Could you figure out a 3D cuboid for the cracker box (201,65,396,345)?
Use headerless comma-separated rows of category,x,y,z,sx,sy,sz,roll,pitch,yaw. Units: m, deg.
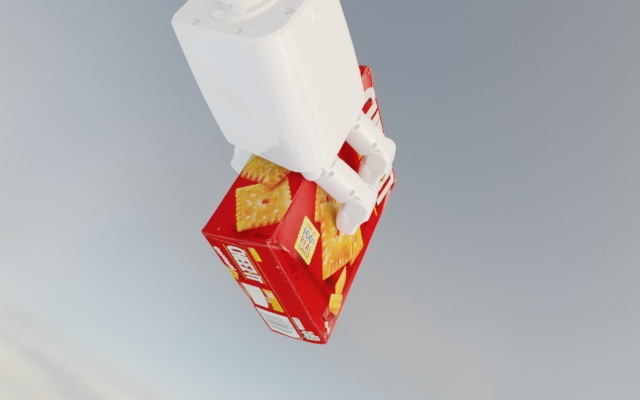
cracker box,0.000,0.002,0.450,0.072,0.213,0.164,9,-37,27
